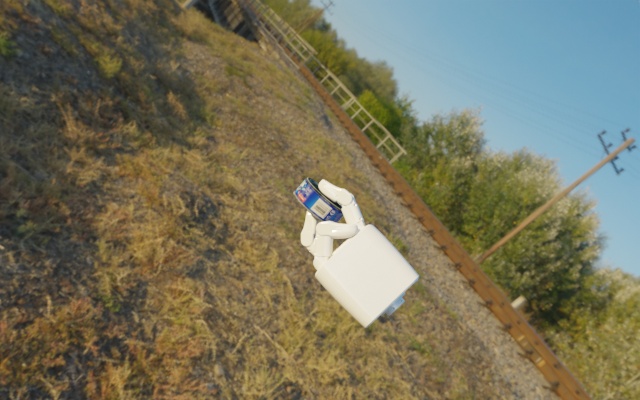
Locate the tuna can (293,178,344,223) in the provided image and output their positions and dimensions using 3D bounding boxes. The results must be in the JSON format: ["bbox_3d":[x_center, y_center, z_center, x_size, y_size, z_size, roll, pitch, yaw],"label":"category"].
[{"bbox_3d":[0.000,0.002,0.760,0.086,0.034,0.086,40,9,-8],"label":"tuna can"}]
